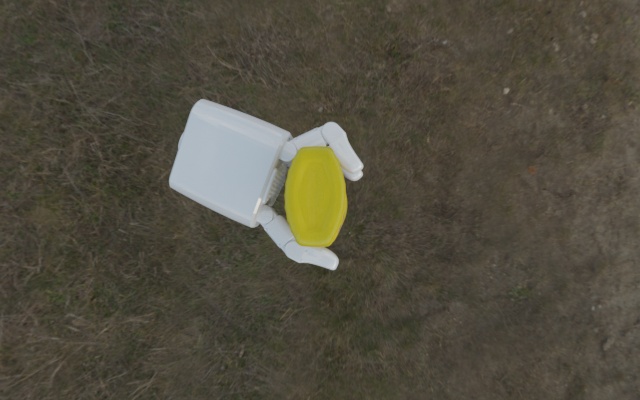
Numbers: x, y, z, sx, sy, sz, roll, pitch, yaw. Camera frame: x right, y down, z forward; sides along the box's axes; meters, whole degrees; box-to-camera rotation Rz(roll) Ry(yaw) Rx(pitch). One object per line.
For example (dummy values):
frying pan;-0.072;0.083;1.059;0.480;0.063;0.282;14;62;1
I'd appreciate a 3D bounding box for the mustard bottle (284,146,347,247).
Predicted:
mustard bottle;0.000;0.002;0.536;0.058;0.096;0.191;-1;-4;3
